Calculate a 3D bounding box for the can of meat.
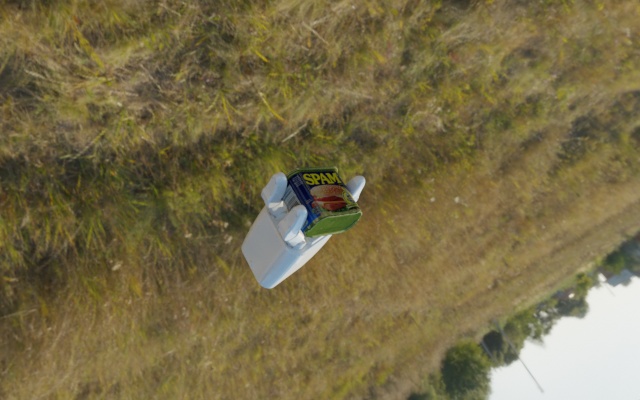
[{"bbox_3d":[0.000,0.002,0.675,0.102,0.084,0.057,-6,-34,-45],"label":"can of meat"}]
